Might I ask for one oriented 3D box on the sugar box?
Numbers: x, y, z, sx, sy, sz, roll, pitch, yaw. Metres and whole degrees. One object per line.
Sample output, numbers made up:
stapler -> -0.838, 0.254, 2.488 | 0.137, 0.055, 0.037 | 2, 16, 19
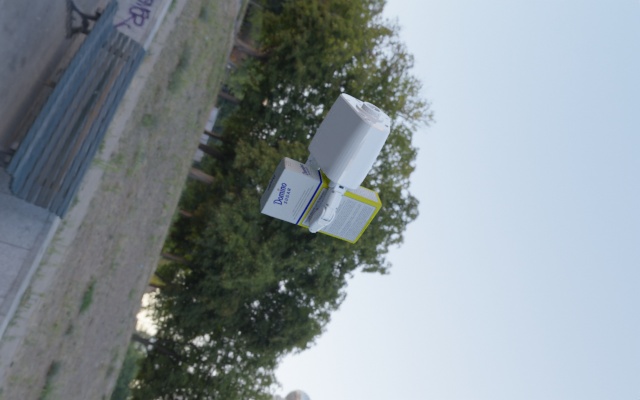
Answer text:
sugar box -> 0.000, 0.002, 0.779 | 0.176, 0.093, 0.048 | 22, 29, -19
